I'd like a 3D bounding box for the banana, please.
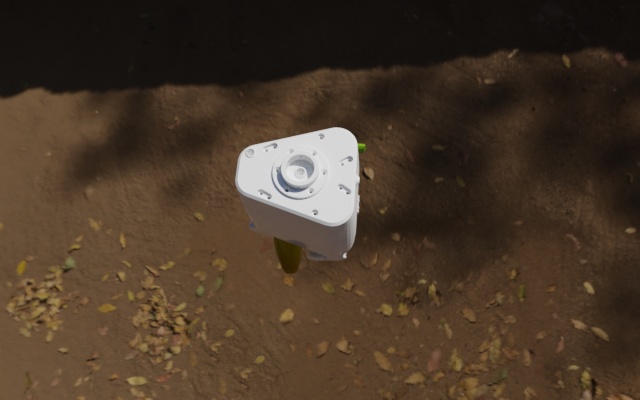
[{"bbox_3d":[-0.015,-0.010,0.581,0.069,0.197,0.037,28,-20,5],"label":"banana"}]
